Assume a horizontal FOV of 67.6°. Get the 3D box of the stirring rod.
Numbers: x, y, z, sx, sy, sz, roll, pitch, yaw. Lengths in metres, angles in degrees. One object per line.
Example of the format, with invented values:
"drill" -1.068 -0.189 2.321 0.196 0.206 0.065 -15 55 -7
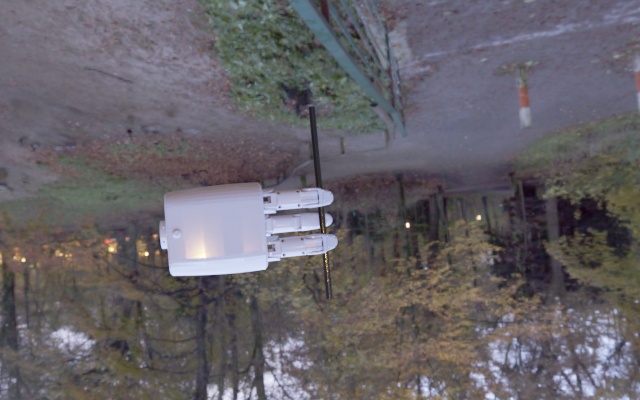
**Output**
"stirring rod" 0.000 0.002 0.598 0.011 0.239 0.011 -5 -2 0
